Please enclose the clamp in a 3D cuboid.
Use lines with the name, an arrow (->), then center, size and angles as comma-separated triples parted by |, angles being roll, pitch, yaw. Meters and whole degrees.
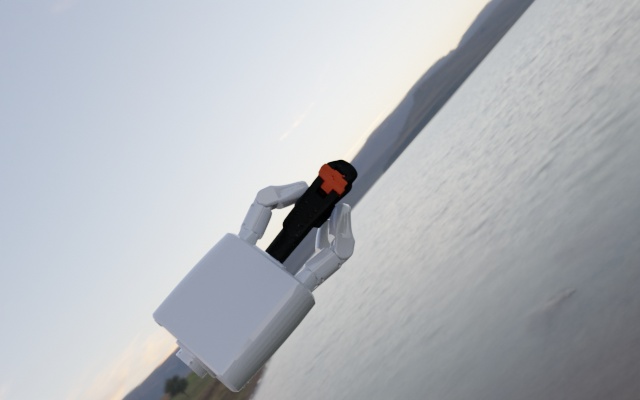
clamp -> -0.001, 0.001, 0.504 | 0.036, 0.164, 0.210 | 41, -24, 3
